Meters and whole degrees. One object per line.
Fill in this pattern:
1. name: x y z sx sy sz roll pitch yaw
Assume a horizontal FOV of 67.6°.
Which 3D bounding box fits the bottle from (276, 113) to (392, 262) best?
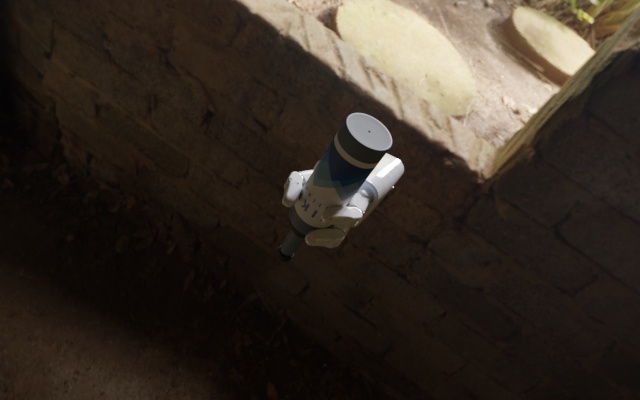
1. bottle: 0.000 0.002 0.697 0.069 0.069 0.296 0 -37 -32
